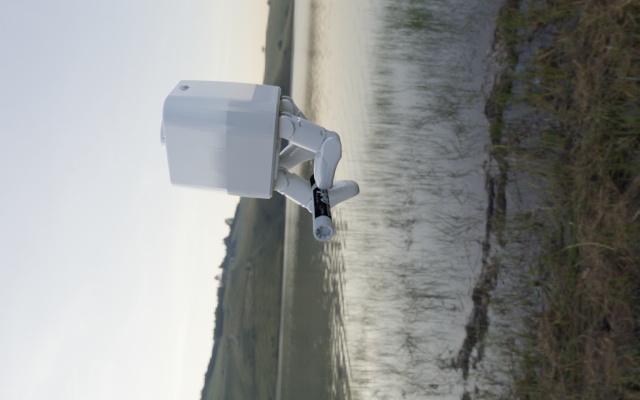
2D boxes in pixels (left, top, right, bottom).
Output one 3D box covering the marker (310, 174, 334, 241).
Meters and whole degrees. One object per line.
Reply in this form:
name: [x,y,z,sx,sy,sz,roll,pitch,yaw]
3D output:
marker: [0.000,0.002,0.481,0.020,0.020,0.121,0,27,-3]
